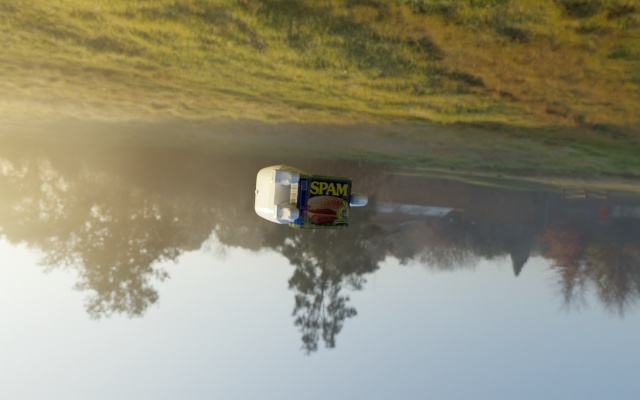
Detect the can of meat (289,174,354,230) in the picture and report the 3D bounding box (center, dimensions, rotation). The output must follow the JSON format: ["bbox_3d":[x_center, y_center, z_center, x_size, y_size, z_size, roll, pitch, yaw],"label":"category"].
[{"bbox_3d":[0.000,0.003,0.762,0.102,0.084,0.057,3,2,-31],"label":"can of meat"}]
